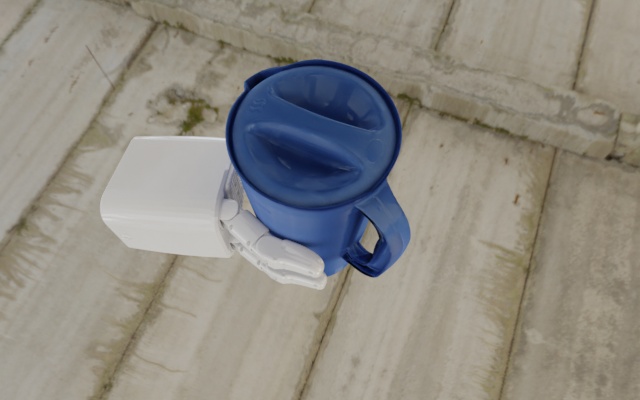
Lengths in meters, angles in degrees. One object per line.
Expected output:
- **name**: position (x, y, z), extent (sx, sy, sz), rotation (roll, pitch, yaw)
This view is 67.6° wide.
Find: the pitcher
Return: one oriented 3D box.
- **pitcher**: position (0.000, 0.001, 0.458), extent (0.145, 0.149, 0.243), rotation (4, -25, 1)
